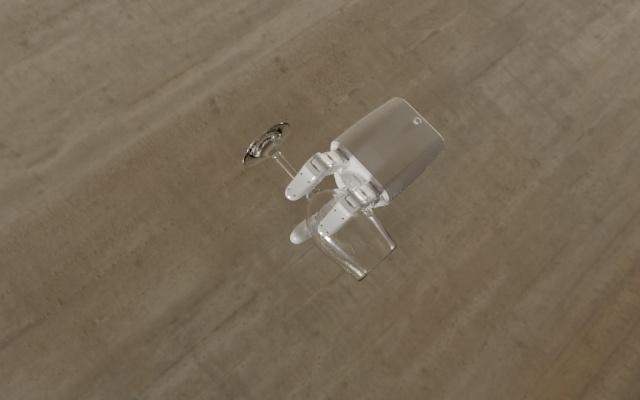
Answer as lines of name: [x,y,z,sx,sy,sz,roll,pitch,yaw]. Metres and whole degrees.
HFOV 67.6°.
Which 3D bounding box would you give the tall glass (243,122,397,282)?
tall glass: [0.000,0.001,0.570,0.079,0.201,0.079,-41,-11,-10]
